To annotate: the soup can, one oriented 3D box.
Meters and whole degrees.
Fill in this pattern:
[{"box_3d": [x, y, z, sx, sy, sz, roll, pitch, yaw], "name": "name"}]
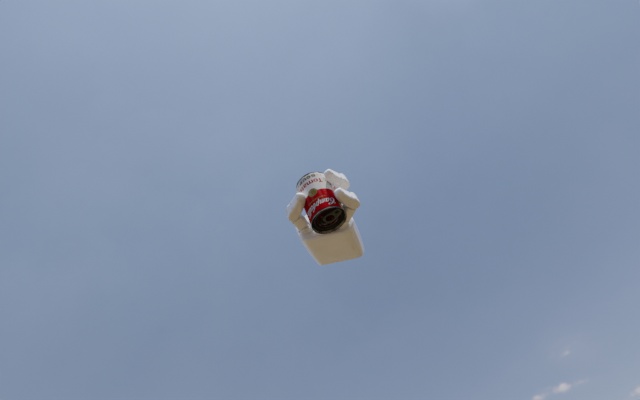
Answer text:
[{"box_3d": [0.000, 0.002, 0.890, 0.068, 0.068, 0.102, 0, 42, -25], "name": "soup can"}]
